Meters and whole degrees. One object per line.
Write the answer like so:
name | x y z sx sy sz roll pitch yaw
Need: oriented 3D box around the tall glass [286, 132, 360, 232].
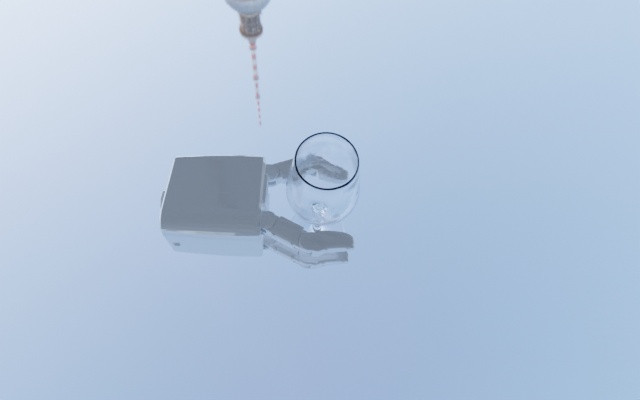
tall glass | 0.000 0.002 0.537 0.079 0.079 0.201 0 -23 -4
